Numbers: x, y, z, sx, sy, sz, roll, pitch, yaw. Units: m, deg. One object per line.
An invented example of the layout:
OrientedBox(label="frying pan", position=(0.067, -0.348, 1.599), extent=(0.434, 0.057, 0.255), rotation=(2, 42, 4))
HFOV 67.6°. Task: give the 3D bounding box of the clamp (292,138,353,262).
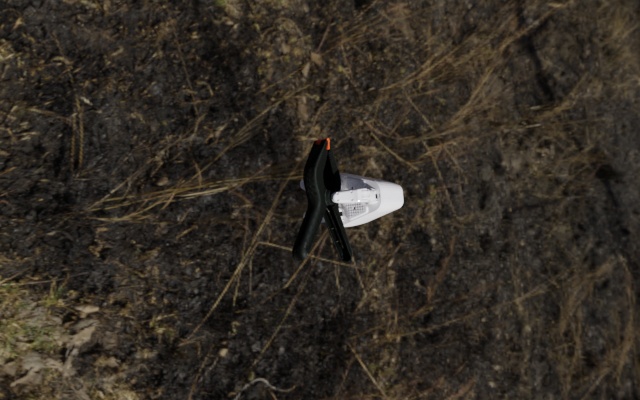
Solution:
OrientedBox(label="clamp", position=(0.001, 0.002, 0.771), extent=(0.036, 0.210, 0.164), rotation=(-6, -3, 29))
